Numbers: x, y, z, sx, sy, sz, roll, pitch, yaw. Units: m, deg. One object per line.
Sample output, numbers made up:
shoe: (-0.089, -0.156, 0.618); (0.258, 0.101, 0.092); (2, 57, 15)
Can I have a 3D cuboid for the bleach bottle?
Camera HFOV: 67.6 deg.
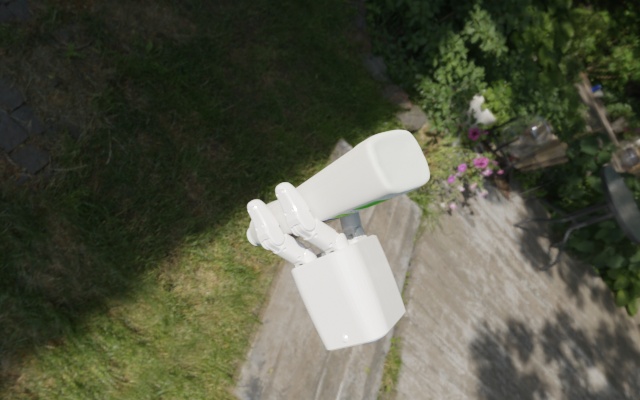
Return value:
bleach bottle: (0.000, 0.002, 0.574); (0.251, 0.068, 0.102); (-28, -7, 41)
